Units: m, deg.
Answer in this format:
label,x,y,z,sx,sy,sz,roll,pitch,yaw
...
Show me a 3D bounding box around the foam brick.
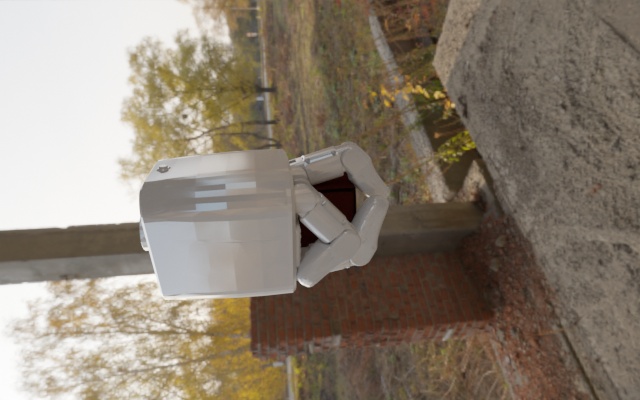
label,x,y,z,sx,sy,sz,roll,pitch,yaw
foam brick,0.000,0.001,0.435,0.051,0.053,0.078,-5,21,-7
